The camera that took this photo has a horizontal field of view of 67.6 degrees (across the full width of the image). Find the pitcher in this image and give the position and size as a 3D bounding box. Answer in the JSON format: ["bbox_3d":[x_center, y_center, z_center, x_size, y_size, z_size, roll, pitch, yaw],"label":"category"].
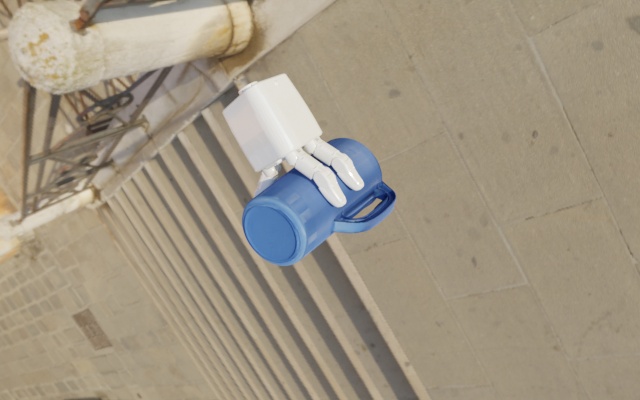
[{"bbox_3d":[0.000,0.002,0.739,0.149,0.145,0.242,-24,10,38],"label":"pitcher"}]
